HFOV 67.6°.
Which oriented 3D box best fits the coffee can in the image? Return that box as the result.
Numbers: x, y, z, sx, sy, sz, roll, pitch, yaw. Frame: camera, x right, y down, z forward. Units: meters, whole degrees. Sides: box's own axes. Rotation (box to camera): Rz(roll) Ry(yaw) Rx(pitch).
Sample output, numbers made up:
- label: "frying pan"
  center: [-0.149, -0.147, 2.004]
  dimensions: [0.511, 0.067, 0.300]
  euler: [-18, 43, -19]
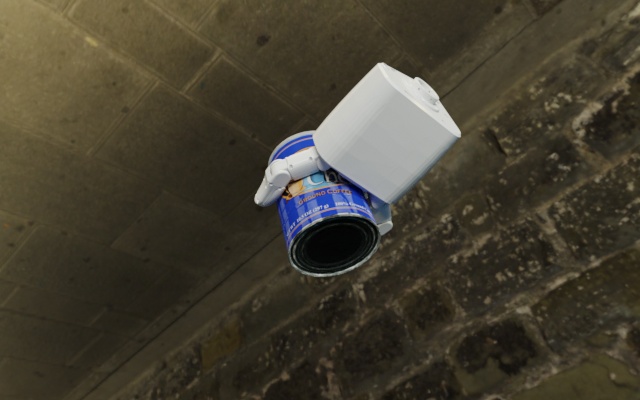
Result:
- label: "coffee can"
  center: [0.000, 0.002, 0.555]
  dimensions: [0.103, 0.140, 0.103]
  euler: [-9, -43, -9]
